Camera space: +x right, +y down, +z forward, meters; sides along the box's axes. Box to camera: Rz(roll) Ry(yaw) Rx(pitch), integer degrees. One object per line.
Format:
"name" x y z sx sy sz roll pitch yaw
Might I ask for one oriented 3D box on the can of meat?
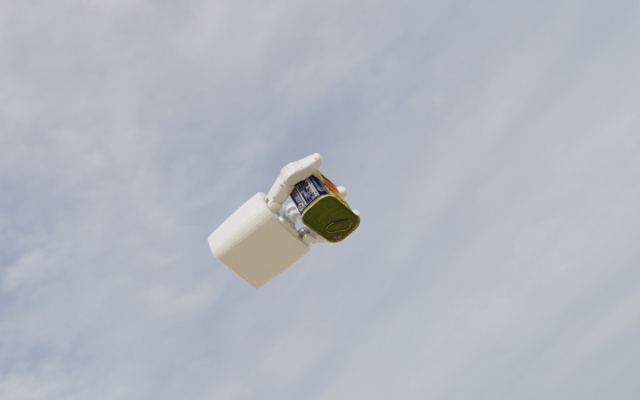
"can of meat" 0.000 0.002 0.693 0.102 0.057 0.084 38 15 -47
